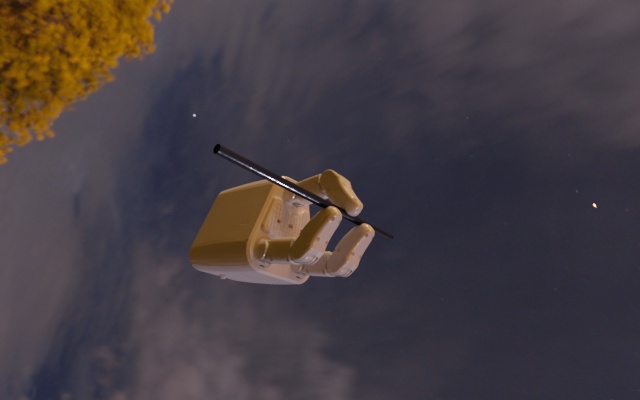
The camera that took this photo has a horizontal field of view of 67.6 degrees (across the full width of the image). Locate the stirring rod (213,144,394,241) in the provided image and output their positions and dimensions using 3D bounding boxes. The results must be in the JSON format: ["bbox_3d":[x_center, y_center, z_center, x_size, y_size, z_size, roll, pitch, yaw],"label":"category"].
[{"bbox_3d":[0.000,0.001,0.433,0.011,0.011,0.239,0,-19,42],"label":"stirring rod"}]
